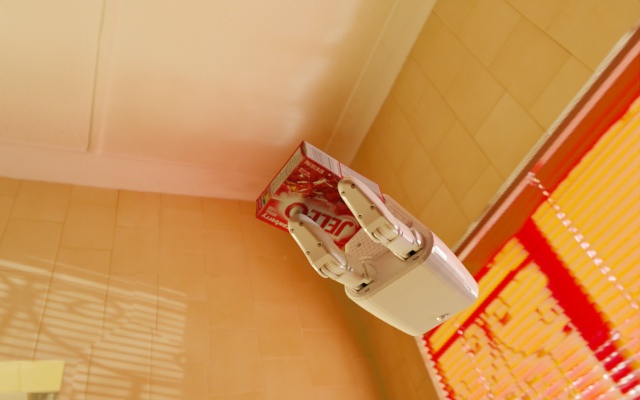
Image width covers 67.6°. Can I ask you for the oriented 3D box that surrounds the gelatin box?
[{"bbox_3d":[0.000,0.001,0.414,0.089,0.073,0.030,28,28,-26],"label":"gelatin box"}]
